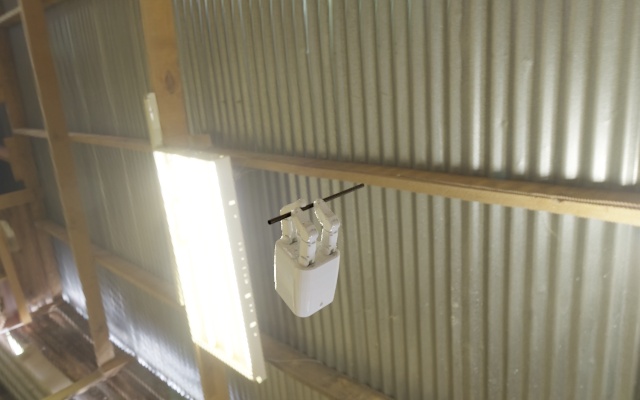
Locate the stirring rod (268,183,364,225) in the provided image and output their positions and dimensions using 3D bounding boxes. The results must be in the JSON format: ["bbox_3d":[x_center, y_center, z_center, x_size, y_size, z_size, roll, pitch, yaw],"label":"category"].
[{"bbox_3d":[0.000,0.003,0.844,0.011,0.011,0.239,0,16,45],"label":"stirring rod"}]
